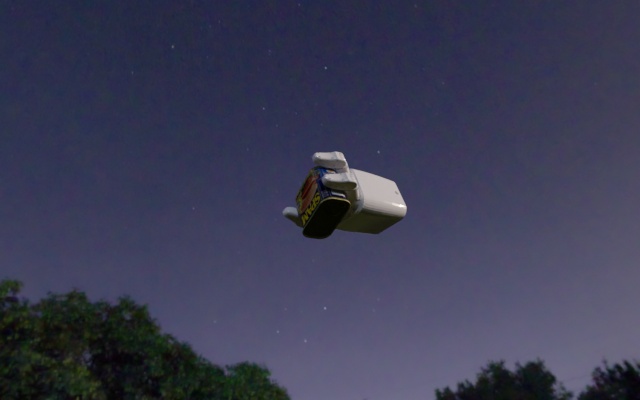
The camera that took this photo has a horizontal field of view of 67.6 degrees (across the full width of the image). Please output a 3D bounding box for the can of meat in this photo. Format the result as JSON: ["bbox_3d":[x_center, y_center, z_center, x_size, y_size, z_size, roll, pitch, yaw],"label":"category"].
[{"bbox_3d":[0.000,0.003,0.835,0.057,0.084,0.102,9,-47,-28],"label":"can of meat"}]
